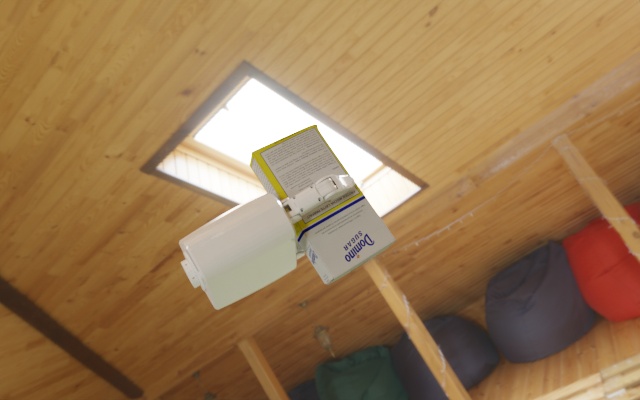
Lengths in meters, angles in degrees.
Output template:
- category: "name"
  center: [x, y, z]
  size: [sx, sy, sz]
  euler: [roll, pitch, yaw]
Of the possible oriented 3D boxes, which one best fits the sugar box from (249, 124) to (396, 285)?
- category: "sugar box"
  center: [0.000, 0.002, 0.568]
  size: [0.093, 0.176, 0.048]
  euler: [-28, -11, -21]
